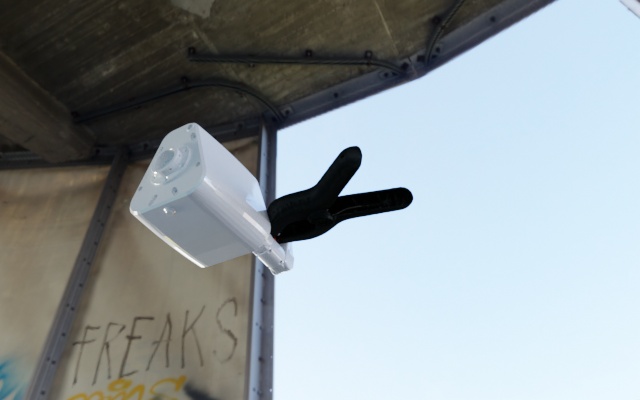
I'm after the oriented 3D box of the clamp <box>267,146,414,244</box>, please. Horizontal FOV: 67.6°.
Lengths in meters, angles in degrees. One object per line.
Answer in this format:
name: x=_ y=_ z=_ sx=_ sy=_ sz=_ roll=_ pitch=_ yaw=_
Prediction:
clamp: x=0.000 y=0.001 z=0.497 sx=0.171 sy=0.039 sz=0.120 roll=-23 pitch=-40 yaw=18
